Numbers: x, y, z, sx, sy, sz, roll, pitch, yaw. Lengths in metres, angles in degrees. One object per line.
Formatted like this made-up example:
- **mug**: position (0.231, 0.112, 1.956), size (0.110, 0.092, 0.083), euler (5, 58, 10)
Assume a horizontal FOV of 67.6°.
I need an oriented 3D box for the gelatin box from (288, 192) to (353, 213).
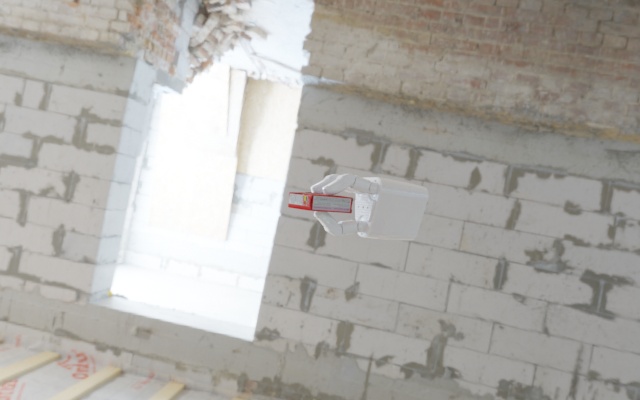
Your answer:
- **gelatin box**: position (0.000, 0.003, 0.829), size (0.089, 0.030, 0.073), euler (3, 3, -35)
